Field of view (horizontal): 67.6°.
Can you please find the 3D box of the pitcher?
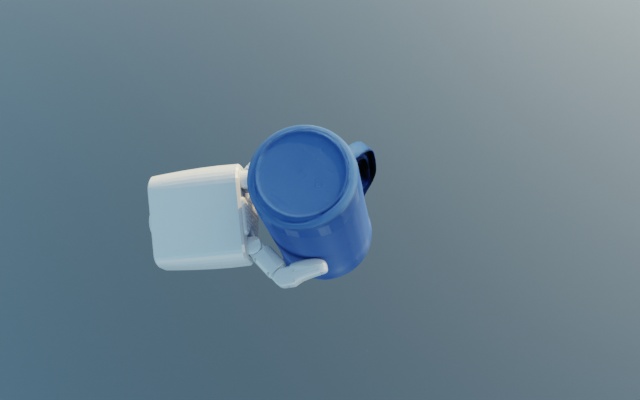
[{"bbox_3d":[0.000,0.002,0.561,0.145,0.149,0.243,-5,-18,4],"label":"pitcher"}]
